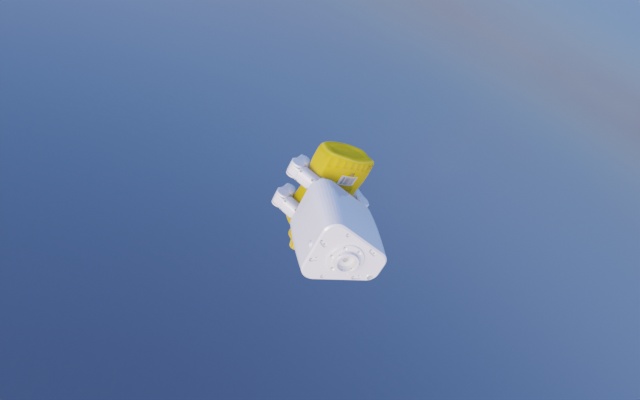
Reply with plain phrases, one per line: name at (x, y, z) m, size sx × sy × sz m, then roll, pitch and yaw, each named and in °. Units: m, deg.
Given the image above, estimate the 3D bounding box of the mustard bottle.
mustard bottle at (0.000, 0.002, 0.743) m, size 0.096 × 0.192 × 0.058 m, roll 4°, pitch 36°, yaw -43°
